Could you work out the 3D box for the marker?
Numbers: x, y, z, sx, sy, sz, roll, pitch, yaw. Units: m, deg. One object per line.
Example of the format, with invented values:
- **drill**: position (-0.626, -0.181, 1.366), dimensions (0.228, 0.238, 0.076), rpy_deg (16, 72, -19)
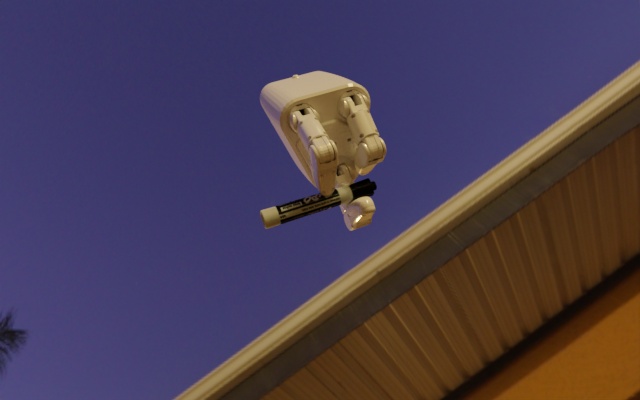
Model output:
- **marker**: position (0.000, 0.002, 0.476), dimensions (0.121, 0.020, 0.020), rpy_deg (-17, 4, -14)
